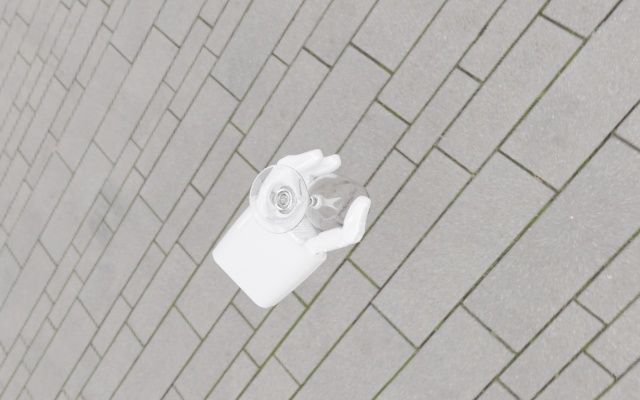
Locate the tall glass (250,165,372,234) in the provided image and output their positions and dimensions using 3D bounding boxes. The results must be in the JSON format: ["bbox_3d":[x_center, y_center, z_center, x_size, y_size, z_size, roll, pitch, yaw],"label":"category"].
[{"bbox_3d":[0.000,0.002,0.596,0.079,0.079,0.201,0,-2,28],"label":"tall glass"}]
